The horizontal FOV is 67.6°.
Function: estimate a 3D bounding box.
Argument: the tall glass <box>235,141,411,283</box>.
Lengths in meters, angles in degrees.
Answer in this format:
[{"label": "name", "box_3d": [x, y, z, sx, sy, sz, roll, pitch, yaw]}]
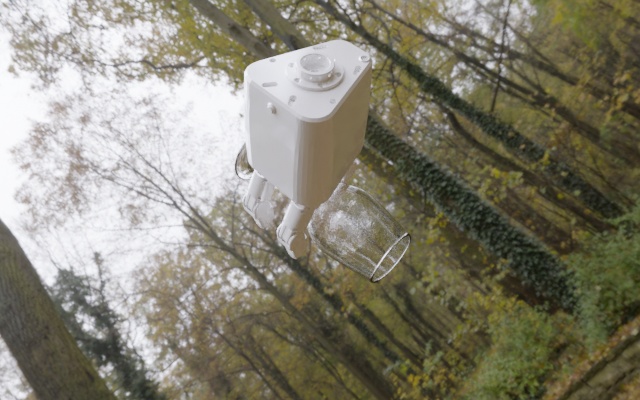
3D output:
[{"label": "tall glass", "box_3d": [0.000, 0.001, 0.515, 0.201, 0.079, 0.079, 39, 18, 23]}]
